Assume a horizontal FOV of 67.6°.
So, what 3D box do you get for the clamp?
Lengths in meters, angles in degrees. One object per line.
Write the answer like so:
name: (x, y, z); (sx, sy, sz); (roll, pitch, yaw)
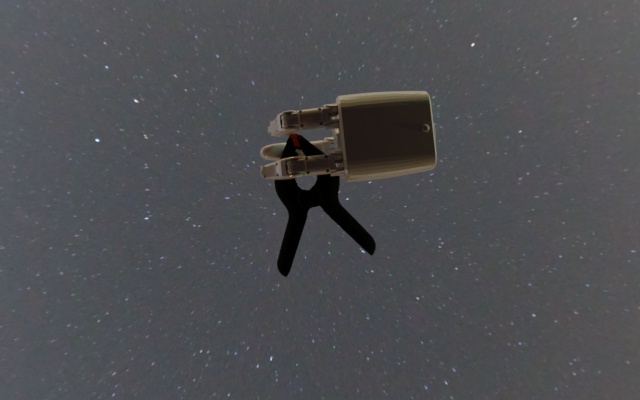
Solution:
clamp: (0.000, 0.002, 0.578); (0.120, 0.171, 0.039); (-6, -1, 0)
